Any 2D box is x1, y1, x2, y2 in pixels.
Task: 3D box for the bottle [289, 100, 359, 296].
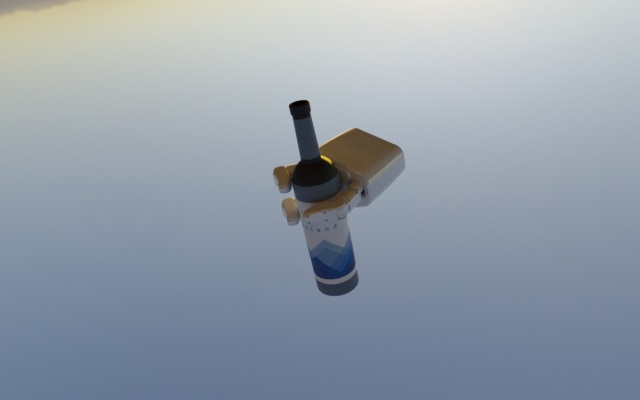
[{"bbox_3d":[0.000,0.002,0.677,0.069,0.296,0.069,-9,29,5],"label":"bottle"}]
